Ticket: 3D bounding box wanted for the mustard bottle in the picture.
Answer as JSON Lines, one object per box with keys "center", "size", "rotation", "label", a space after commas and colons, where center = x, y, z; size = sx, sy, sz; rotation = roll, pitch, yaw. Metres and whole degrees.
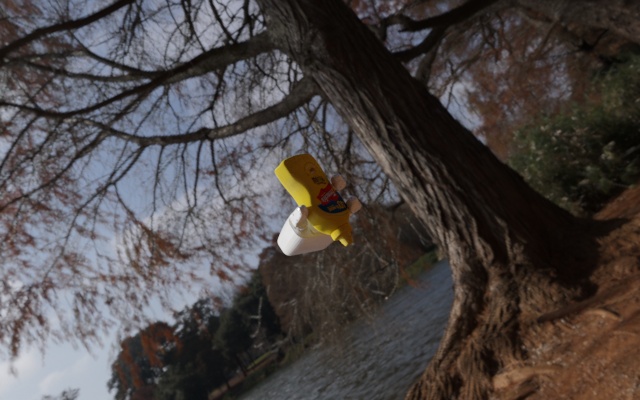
{"center": [0.000, 0.003, 0.890], "size": [0.058, 0.191, 0.096], "rotation": [-43, -16, 33], "label": "mustard bottle"}
